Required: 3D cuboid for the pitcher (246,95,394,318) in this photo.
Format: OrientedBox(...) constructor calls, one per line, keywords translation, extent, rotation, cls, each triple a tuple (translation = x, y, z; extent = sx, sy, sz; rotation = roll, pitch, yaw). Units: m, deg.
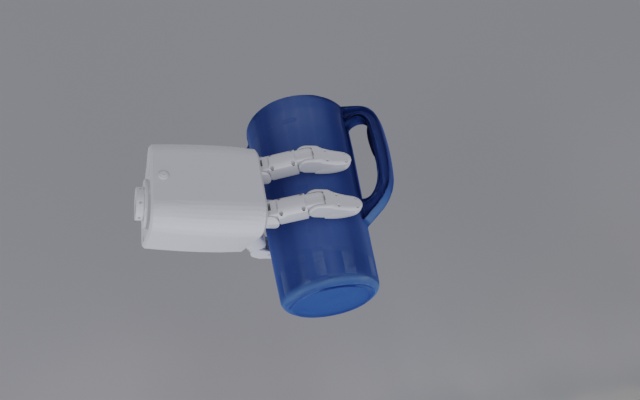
OrientedBox(translation=(0.000, 0.002, 0.560), extent=(0.145, 0.242, 0.149), rotation=(3, -33, -25), cls="pitcher")
